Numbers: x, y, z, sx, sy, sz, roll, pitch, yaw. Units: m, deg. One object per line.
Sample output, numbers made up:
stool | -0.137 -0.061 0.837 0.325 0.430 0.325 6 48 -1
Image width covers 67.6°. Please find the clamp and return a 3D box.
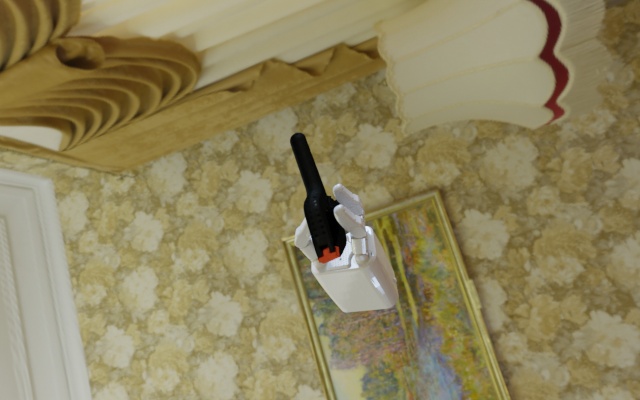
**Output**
clamp | 0.000 0.003 0.703 0.036 0.165 0.209 -26 31 17
